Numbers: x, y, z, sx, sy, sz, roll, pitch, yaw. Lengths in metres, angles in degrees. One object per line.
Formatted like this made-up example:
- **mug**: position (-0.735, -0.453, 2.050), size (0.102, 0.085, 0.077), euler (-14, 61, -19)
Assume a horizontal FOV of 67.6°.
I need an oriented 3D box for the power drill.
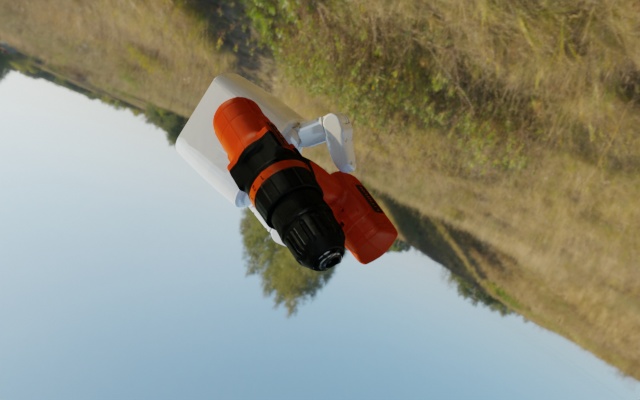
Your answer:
- **power drill**: position (0.000, 0.001, 0.432), size (0.057, 0.184, 0.188), euler (-42, -35, 12)
